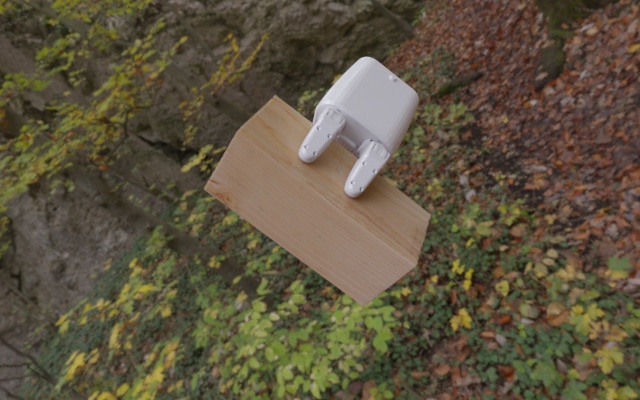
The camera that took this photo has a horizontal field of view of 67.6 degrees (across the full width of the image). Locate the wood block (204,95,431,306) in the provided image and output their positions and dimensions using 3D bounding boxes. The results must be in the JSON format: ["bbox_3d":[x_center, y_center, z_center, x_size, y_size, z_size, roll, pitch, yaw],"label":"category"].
[{"bbox_3d":[0.000,0.001,0.495,0.091,0.206,0.090,-49,6,40],"label":"wood block"}]
